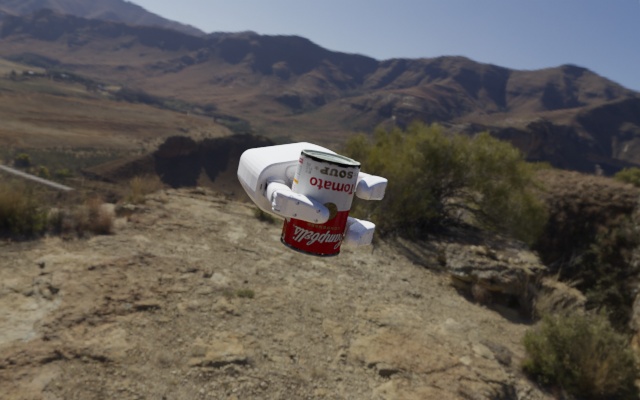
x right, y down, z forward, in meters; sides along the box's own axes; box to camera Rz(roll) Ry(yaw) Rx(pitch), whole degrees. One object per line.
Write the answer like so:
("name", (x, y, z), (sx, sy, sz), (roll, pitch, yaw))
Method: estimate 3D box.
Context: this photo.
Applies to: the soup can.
("soup can", (0.000, 0.002, 0.517), (0.068, 0.102, 0.068), (13, 12, -3))
